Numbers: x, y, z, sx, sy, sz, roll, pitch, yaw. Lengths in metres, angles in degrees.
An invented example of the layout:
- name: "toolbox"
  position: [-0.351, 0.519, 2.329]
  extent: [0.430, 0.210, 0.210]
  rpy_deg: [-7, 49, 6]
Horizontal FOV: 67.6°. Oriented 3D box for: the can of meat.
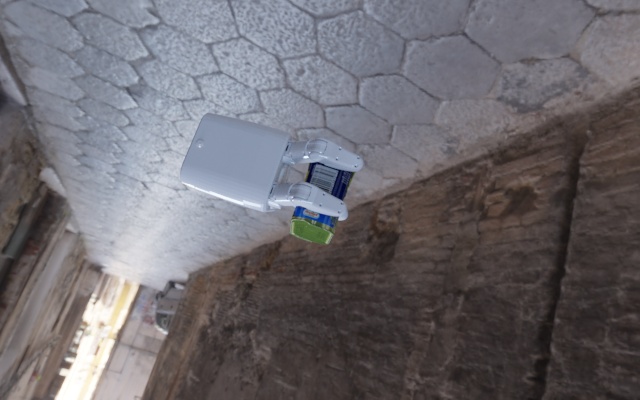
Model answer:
- name: "can of meat"
  position: [0.000, 0.002, 0.578]
  extent: [0.057, 0.084, 0.102]
  rpy_deg: [18, -16, 1]
